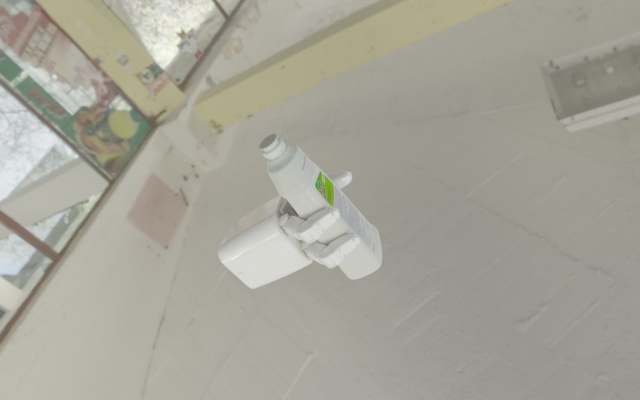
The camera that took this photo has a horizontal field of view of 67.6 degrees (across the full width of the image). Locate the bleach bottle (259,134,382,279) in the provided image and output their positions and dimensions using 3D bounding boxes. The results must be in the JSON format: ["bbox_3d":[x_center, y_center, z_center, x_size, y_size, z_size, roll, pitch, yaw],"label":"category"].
[{"bbox_3d":[0.000,0.002,0.677,0.068,0.251,0.102,-28,34,17],"label":"bleach bottle"}]
